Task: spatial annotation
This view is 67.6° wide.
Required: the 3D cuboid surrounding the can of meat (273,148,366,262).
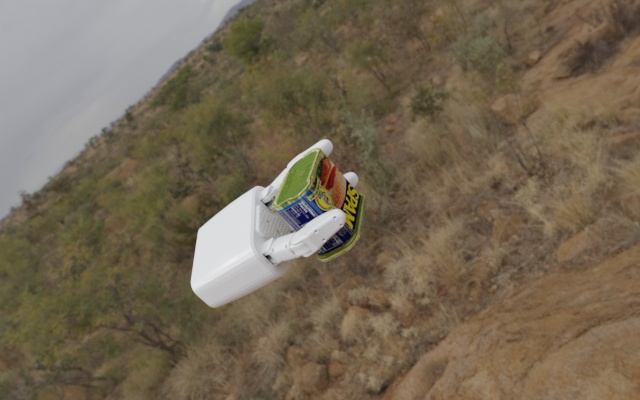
[{"bbox_3d":[0.000,0.002,0.530,0.057,0.084,0.102,-30,24,29],"label":"can of meat"}]
